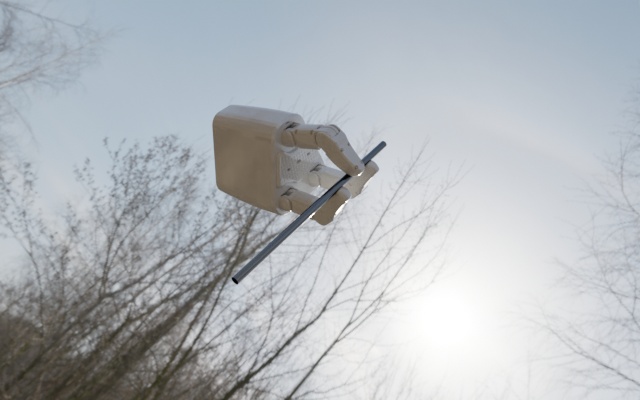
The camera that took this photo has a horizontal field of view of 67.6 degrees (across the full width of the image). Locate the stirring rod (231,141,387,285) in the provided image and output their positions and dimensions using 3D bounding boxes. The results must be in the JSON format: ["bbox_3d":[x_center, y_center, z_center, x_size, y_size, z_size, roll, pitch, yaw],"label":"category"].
[{"bbox_3d":[0.000,0.002,0.469,0.011,0.011,0.239,0,33,45],"label":"stirring rod"}]
